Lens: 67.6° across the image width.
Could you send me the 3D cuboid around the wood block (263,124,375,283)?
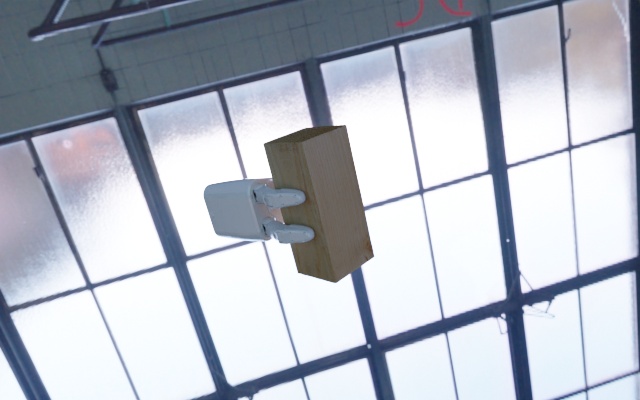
[{"bbox_3d":[0.000,0.002,0.698,0.091,0.206,0.090,-28,22,-38],"label":"wood block"}]
